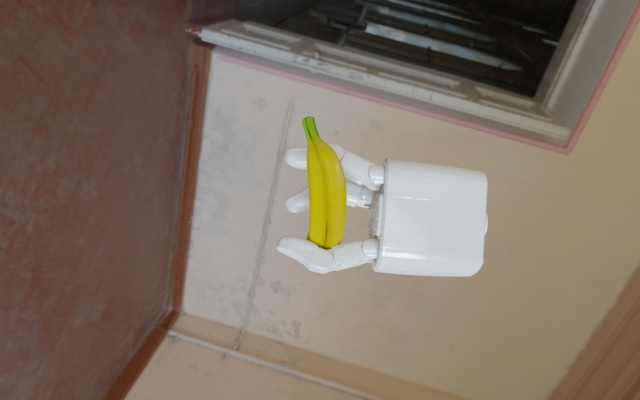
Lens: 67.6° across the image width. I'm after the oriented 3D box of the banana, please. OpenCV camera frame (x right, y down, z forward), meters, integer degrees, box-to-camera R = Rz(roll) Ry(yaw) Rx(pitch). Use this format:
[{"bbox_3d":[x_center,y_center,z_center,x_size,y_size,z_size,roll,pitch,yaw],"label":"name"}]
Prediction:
[{"bbox_3d":[0.003,0.012,0.488,0.037,0.069,0.198,-6,-44,-8],"label":"banana"}]
